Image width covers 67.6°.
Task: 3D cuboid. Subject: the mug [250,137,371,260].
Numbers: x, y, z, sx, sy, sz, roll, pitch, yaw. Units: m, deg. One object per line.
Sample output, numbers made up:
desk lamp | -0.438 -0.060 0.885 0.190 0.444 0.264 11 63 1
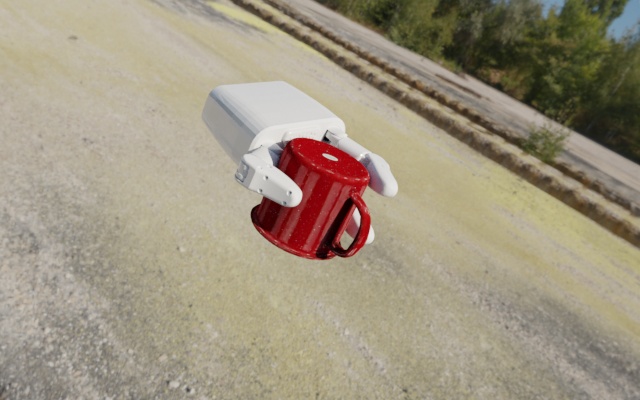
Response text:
mug | 0.001 0.002 0.431 0.093 0.081 0.117 1 33 -45
